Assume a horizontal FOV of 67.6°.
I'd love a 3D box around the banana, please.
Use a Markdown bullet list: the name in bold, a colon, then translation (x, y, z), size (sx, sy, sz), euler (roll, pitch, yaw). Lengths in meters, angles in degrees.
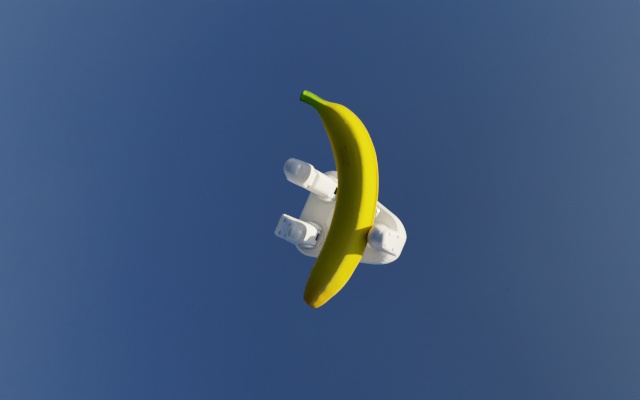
- **banana**: translation (0.018, -0.003, 0.436), size (0.069, 0.197, 0.037), euler (-2, -7, 10)
